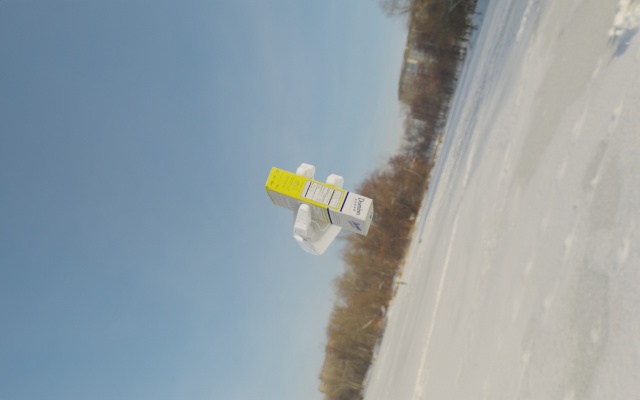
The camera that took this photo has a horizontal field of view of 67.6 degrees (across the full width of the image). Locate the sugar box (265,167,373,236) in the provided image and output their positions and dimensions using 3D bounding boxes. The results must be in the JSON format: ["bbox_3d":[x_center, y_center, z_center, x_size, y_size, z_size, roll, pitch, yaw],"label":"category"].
[{"bbox_3d":[0.000,0.002,0.803,0.176,0.048,0.093,16,-16,11],"label":"sugar box"}]
